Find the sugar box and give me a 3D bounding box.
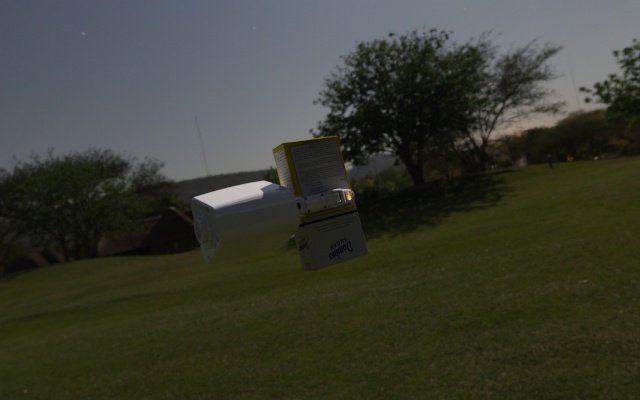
[{"bbox_3d":[0.000,0.002,0.671,0.093,0.176,0.048,-12,-1,-31],"label":"sugar box"}]
